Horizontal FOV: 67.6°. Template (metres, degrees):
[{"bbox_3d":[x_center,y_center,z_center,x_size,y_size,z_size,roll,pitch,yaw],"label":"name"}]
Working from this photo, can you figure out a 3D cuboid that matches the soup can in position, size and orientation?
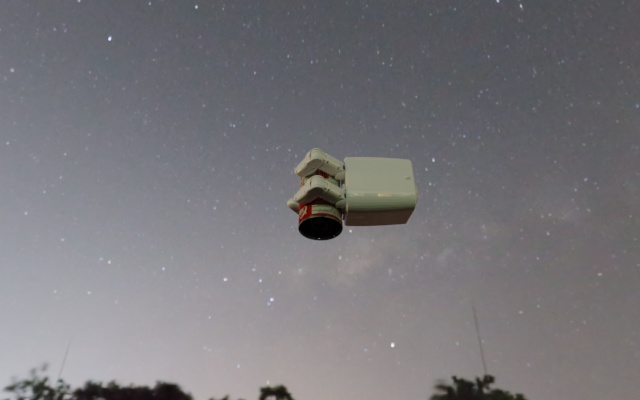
[{"bbox_3d":[0.000,0.002,0.755,0.068,0.102,0.069,0,-36,0],"label":"soup can"}]
